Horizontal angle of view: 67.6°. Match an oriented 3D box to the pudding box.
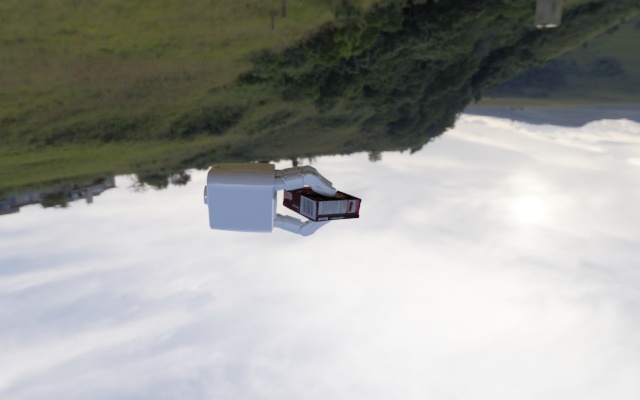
[{"bbox_3d":[0.000,0.003,0.804,0.090,0.039,0.113,-4,17,-32],"label":"pudding box"}]
